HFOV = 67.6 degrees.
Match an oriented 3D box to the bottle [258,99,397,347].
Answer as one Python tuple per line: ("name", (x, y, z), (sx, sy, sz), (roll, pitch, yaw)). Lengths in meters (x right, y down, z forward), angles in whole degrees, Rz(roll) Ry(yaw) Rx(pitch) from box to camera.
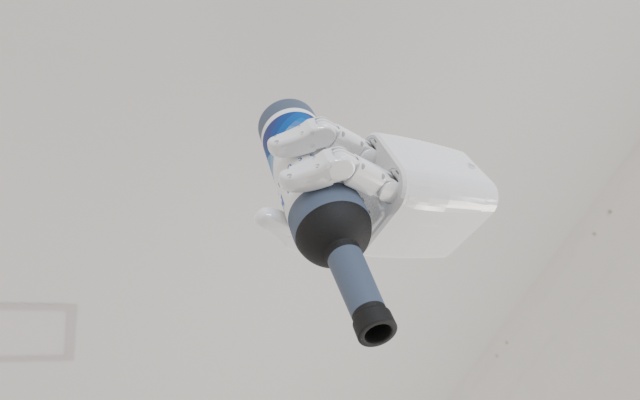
("bottle", (0.000, 0.001, 0.423), (0.069, 0.069, 0.295), (0, 35, -18))
